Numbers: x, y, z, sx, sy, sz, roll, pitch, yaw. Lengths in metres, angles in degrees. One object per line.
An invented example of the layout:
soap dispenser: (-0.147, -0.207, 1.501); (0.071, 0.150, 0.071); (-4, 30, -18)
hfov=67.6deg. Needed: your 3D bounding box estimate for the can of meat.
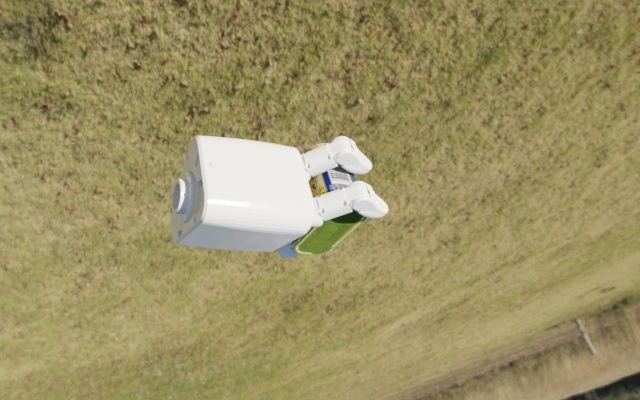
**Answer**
can of meat: (0.000, 0.002, 0.534); (0.057, 0.084, 0.102); (8, -39, -34)
